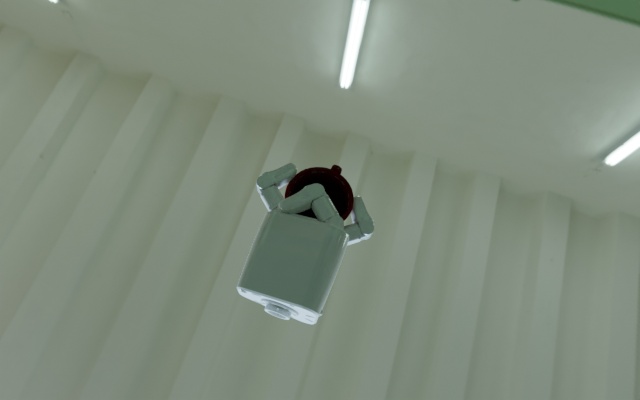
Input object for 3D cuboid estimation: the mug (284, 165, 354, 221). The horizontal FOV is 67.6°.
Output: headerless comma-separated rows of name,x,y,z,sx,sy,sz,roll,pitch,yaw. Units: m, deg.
mug,0.001,0.001,0.679,0.093,0.117,0.081,22,-24,5
